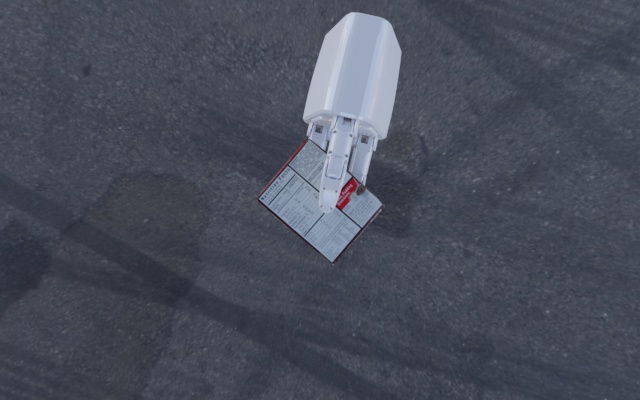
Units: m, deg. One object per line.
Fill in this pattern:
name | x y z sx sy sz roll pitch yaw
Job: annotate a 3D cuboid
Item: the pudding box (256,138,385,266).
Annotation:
pudding box | 0.000 0.002 0.524 0.113 0.090 0.039 41 -1 2
